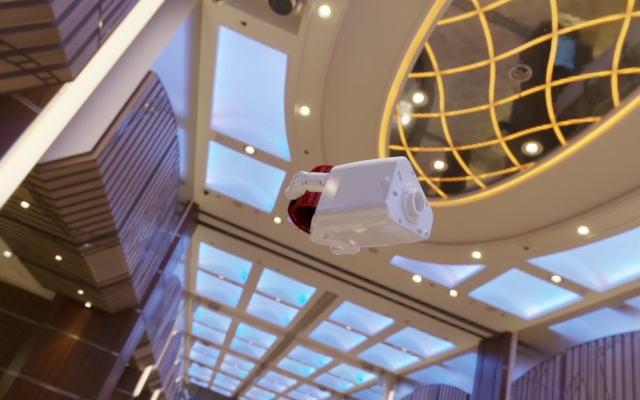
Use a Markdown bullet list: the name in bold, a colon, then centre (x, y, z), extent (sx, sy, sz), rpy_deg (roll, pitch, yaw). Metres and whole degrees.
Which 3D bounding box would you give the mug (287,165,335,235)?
- **mug**: centre (-0.001, 0.002, 0.728), extent (0.117, 0.081, 0.093), rpy_deg (-7, -40, 39)
